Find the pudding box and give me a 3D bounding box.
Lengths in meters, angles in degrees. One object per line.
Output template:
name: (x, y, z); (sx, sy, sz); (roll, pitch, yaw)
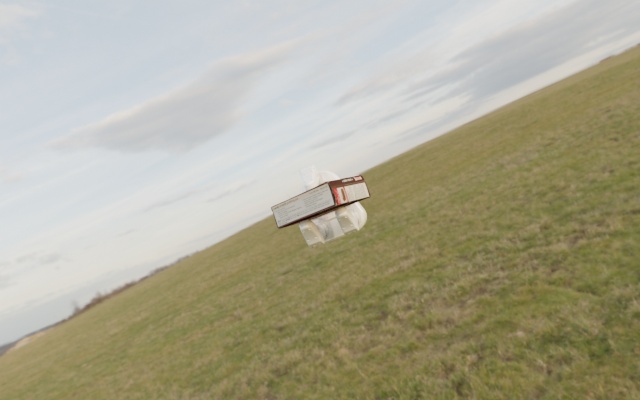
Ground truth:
pudding box: (0.000, 0.002, 0.677); (0.113, 0.039, 0.090); (-25, -6, 36)
